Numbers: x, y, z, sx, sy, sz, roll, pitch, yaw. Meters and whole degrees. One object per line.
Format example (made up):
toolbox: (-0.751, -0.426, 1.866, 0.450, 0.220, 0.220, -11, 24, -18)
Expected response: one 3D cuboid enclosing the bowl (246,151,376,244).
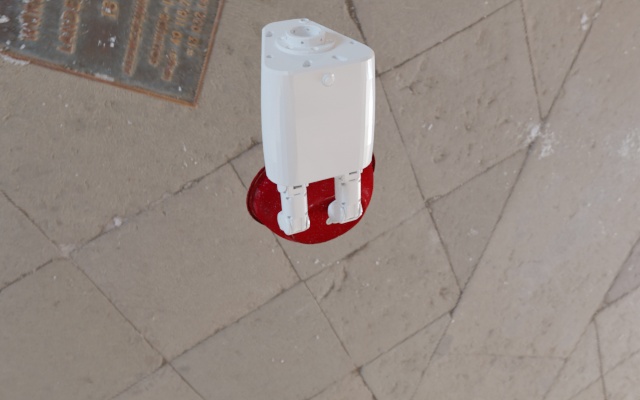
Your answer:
bowl: (0.000, 0.003, 0.548, 0.162, 0.055, 0.162, -18, -33, -12)
